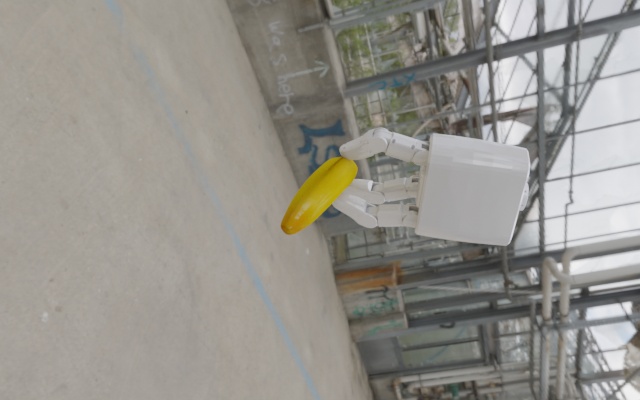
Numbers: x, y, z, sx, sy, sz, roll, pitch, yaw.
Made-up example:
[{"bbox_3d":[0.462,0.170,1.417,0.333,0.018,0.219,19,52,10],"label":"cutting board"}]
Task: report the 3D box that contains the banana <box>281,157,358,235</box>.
[{"bbox_3d":[0.009,-0.015,0.543,0.037,0.070,0.197,29,19,7],"label":"banana"}]
